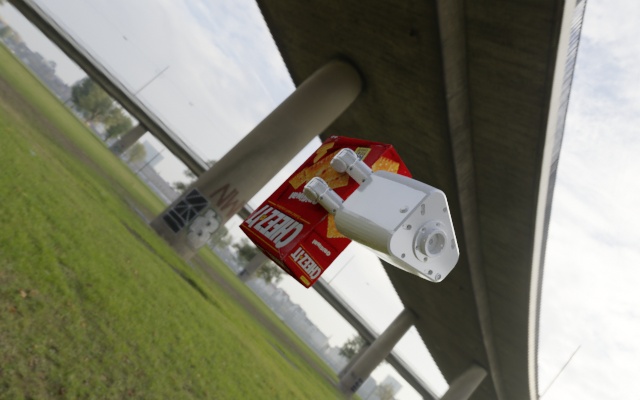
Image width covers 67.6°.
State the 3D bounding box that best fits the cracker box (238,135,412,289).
[{"bbox_3d":[0.000,0.002,0.691,0.072,0.213,0.164,52,-14,-28],"label":"cracker box"}]
